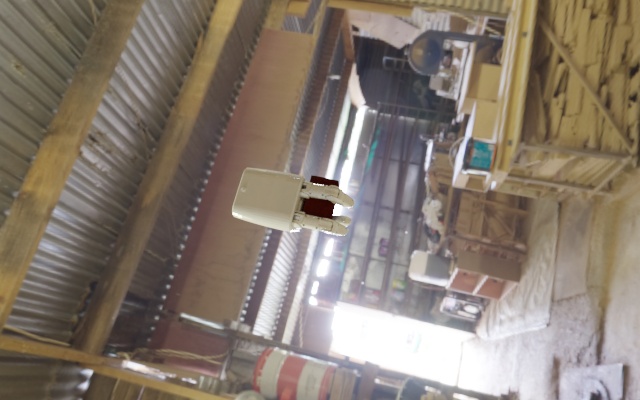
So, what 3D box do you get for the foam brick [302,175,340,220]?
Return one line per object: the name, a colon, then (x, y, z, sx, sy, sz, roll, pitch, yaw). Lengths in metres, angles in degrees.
foam brick: (0.000, 0.003, 0.842, 0.051, 0.078, 0.053, 12, -18, 7)
